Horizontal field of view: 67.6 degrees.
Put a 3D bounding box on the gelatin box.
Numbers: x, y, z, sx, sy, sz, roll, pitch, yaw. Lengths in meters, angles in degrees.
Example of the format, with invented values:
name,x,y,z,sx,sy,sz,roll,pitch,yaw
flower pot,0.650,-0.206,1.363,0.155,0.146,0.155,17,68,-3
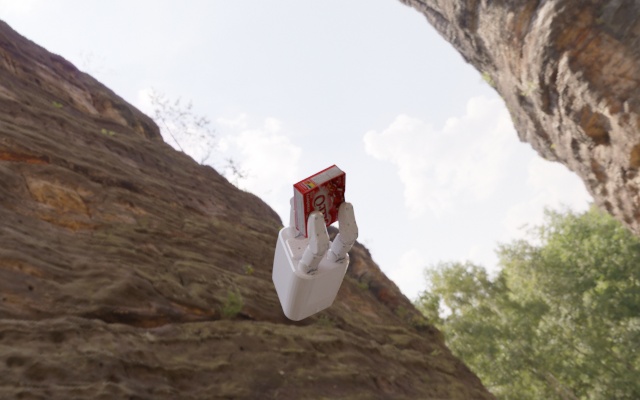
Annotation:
name,x,y,z,sx,sy,sz,roll,pitch,yaw
gelatin box,0.000,0.002,0.674,0.073,0.089,0.030,-27,48,-25
